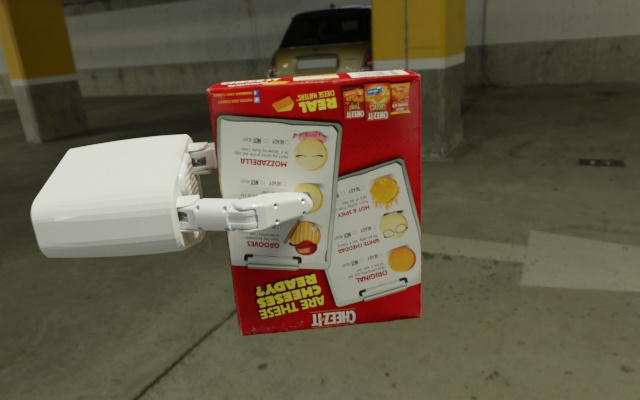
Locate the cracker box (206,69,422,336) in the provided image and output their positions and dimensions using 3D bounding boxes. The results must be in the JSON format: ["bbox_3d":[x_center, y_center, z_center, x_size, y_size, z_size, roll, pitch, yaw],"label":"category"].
[{"bbox_3d":[0.000,0.001,0.417,0.164,0.214,0.072,-5,19,-2],"label":"cracker box"}]
